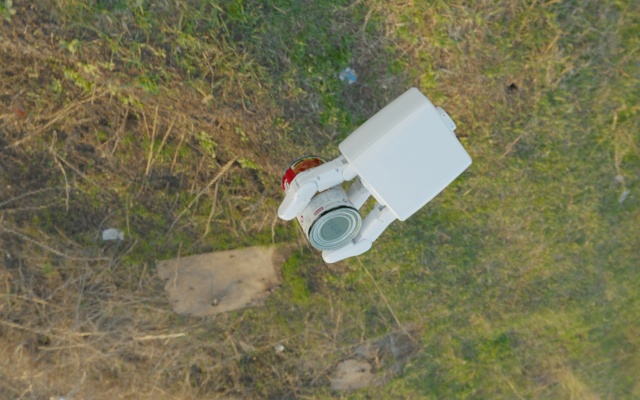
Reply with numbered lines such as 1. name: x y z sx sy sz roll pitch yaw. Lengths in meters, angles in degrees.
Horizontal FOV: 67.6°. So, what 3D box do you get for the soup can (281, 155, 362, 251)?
1. soup can: 0.000 0.002 0.571 0.068 0.068 0.102 0 39 -27
